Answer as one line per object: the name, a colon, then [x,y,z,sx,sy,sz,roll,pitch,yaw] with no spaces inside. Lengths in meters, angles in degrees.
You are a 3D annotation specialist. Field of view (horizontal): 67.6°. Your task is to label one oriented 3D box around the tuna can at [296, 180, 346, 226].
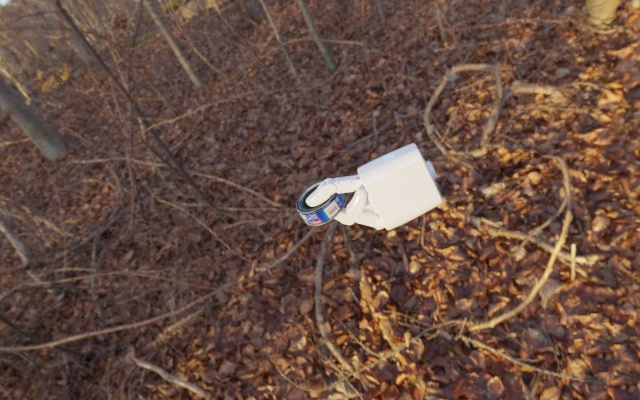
tuna can: [0.000,0.002,0.847,0.086,0.086,0.034,0,-43,43]
